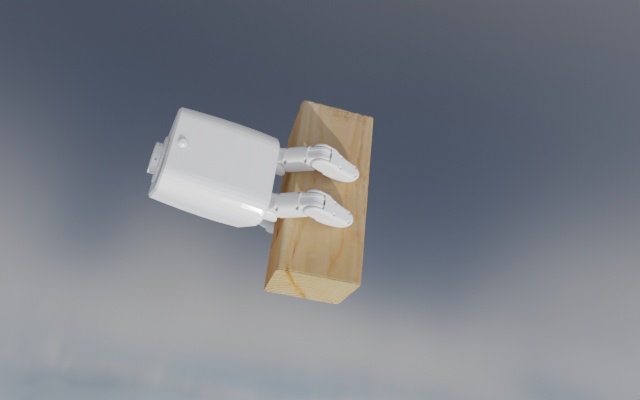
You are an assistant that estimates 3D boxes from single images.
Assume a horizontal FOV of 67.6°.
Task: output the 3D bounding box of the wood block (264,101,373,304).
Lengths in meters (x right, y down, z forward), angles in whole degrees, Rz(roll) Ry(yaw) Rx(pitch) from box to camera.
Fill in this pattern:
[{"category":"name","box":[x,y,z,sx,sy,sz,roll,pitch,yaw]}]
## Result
[{"category":"wood block","box":[0.000,0.002,0.551,0.090,0.206,0.091,12,-27,-10]}]
